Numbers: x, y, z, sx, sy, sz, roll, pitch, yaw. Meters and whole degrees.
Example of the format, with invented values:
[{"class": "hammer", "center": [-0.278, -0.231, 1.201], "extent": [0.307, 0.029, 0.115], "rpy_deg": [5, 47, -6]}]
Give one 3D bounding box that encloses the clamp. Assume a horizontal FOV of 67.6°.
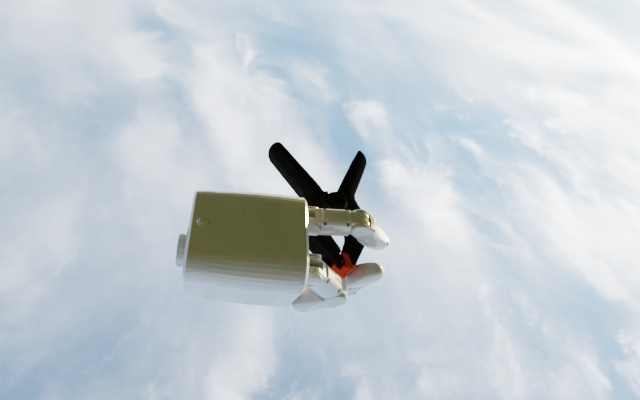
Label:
[{"class": "clamp", "center": [0.000, 0.002, 0.521], "extent": [0.120, 0.171, 0.039], "rpy_deg": [7, -40, -12]}]
